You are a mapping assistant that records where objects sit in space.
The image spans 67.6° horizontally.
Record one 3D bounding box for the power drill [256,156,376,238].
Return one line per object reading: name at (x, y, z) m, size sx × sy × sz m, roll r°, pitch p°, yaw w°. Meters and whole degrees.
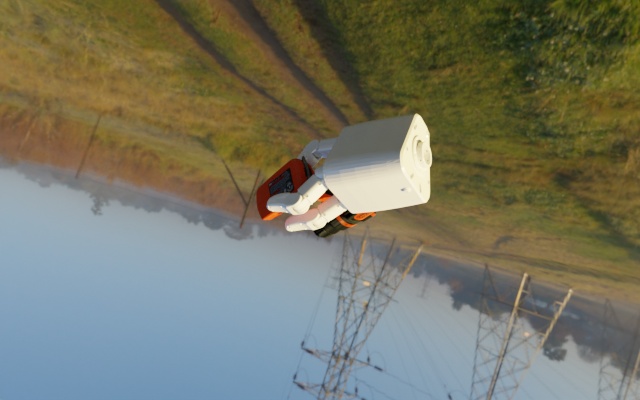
power drill at (0.000, 0.002, 0.721) m, size 0.187 × 0.057 × 0.184 m, roll 8°, pitch -34°, yaw -41°
